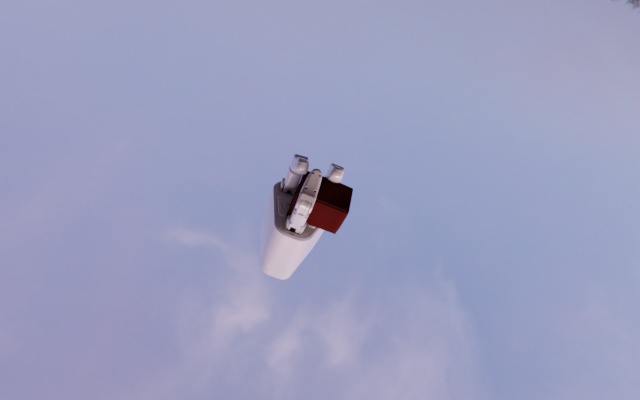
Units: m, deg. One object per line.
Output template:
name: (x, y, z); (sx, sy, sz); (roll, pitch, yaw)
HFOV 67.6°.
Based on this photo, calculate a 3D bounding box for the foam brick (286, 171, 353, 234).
foam brick: (0.000, 0.002, 0.681); (0.078, 0.051, 0.053); (21, 43, -4)
